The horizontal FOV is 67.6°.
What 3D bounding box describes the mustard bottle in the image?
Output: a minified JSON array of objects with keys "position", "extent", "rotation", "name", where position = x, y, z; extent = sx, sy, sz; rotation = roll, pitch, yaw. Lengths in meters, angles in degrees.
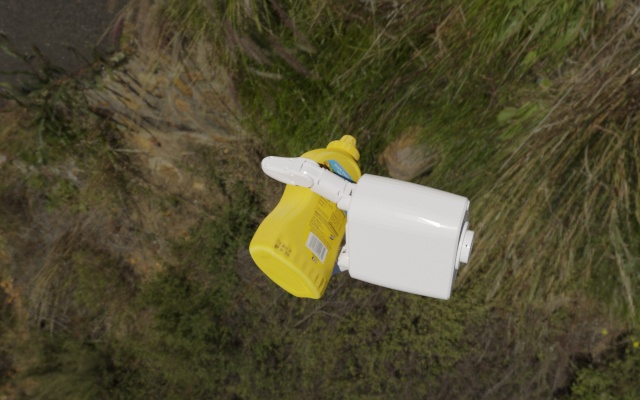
[{"position":[0.000,0.002,0.519],"extent":[0.058,0.191,0.096],"rotation":[-5,-42,41],"name":"mustard bottle"}]
